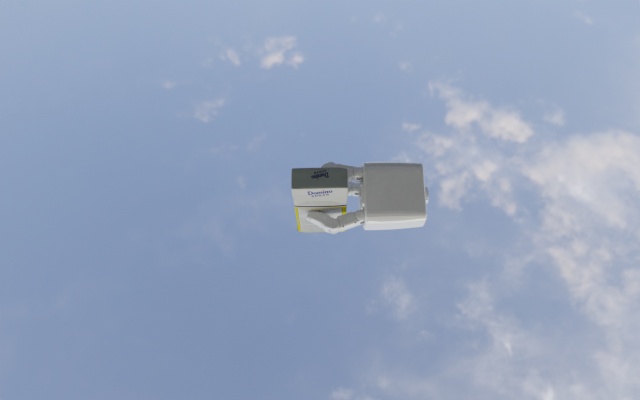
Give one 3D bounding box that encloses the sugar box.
[{"bbox_3d":[0.000,0.002,0.841,0.093,0.048,0.176,-1,-29,0],"label":"sugar box"}]
